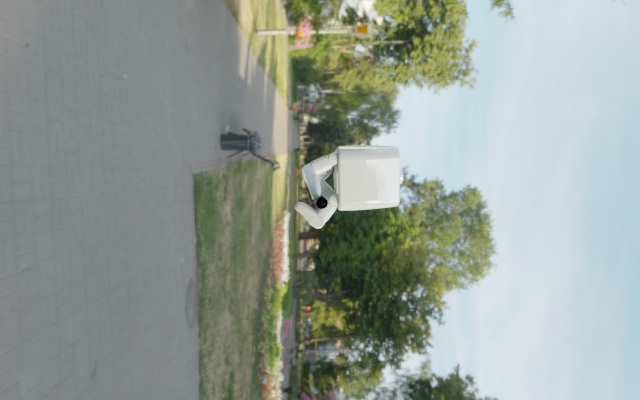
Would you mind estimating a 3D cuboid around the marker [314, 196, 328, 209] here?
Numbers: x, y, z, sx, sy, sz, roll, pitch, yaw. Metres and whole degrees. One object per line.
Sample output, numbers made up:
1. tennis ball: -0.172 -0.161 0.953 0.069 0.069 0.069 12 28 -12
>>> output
1. marker: 0.000 0.003 0.798 0.020 0.020 0.121 0 1 -2
